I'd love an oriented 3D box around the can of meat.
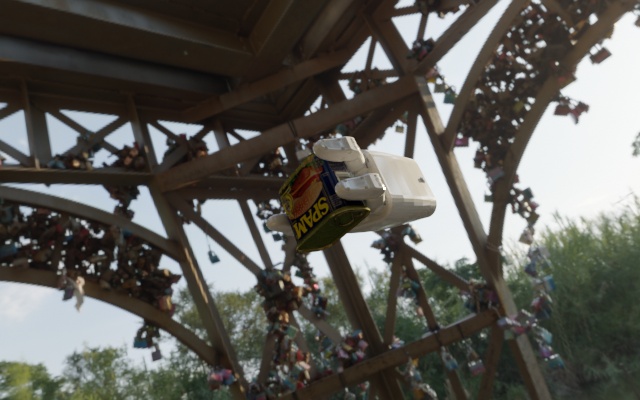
[{"bbox_3d":[0.000,0.002,0.572,0.057,0.084,0.102,-1,-32,-40],"label":"can of meat"}]
